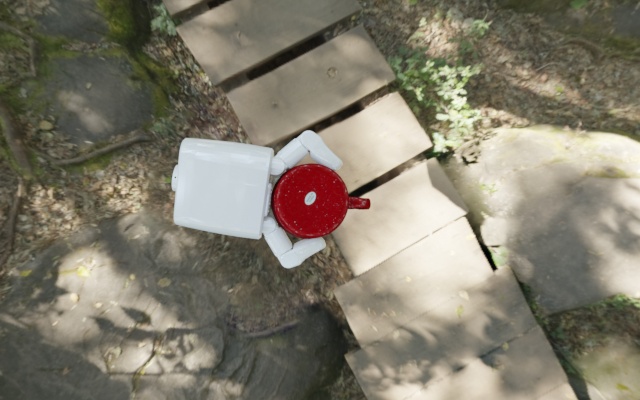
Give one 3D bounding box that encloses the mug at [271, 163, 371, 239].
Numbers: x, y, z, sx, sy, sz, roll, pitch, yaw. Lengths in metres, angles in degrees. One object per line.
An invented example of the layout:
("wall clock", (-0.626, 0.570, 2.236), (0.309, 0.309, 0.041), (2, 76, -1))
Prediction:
("mug", (0.002, 0.002, 0.551), (0.117, 0.093, 0.081), (6, -1, -4))
